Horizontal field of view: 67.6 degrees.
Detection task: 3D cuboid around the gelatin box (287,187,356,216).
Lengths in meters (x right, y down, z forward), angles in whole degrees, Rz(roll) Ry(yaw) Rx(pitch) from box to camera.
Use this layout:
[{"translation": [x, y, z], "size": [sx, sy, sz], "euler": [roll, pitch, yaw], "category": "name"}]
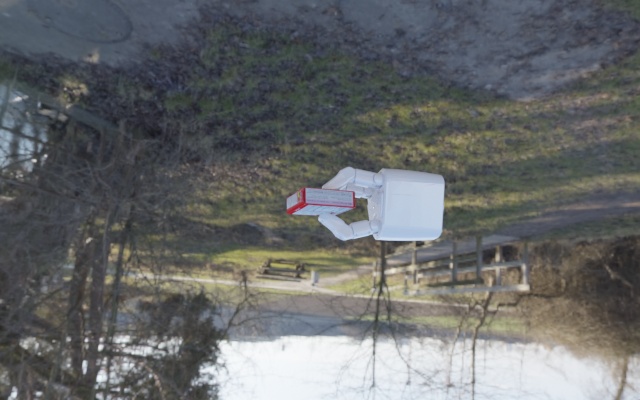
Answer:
[{"translation": [0.000, 0.003, 0.752], "size": [0.089, 0.030, 0.073], "euler": [3, -13, -25], "category": "gelatin box"}]
